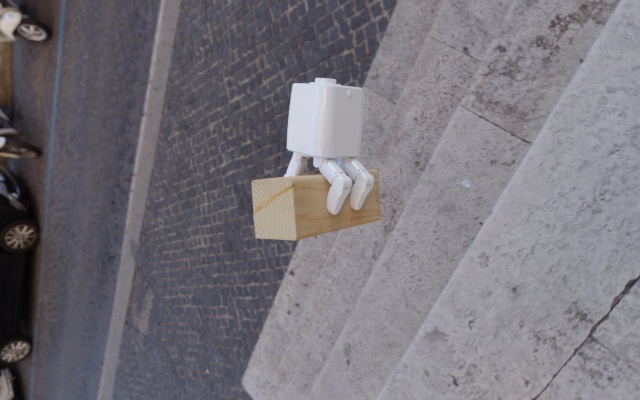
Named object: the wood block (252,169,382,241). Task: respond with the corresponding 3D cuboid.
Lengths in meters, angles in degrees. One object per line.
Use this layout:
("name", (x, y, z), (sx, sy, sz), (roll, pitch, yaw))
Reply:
("wood block", (0.000, 0.002, 0.764), (0.091, 0.090, 0.206), (0, 6, 43))
